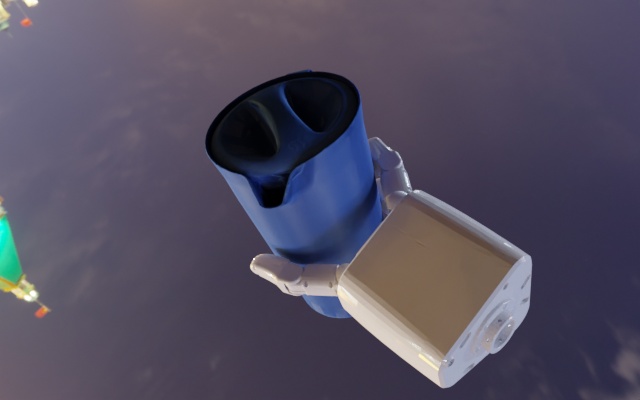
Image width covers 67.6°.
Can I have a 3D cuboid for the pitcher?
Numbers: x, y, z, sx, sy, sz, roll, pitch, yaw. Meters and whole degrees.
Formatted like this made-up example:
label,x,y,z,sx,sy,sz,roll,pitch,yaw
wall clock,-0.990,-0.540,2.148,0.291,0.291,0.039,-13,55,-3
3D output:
label,x,y,z,sx,sy,sz,roll,pitch,yaw
pitcher,0.000,0.002,0.474,0.149,0.243,0.145,-40,46,-19
